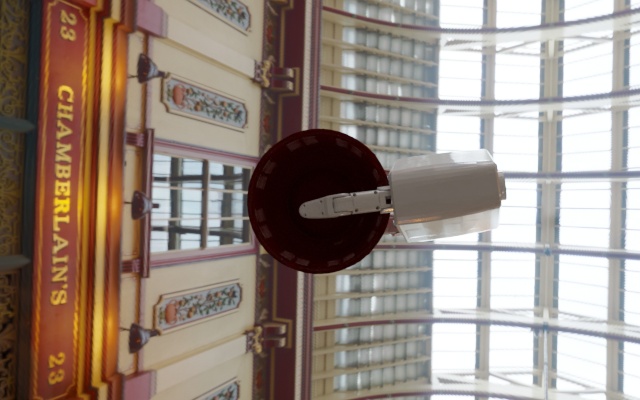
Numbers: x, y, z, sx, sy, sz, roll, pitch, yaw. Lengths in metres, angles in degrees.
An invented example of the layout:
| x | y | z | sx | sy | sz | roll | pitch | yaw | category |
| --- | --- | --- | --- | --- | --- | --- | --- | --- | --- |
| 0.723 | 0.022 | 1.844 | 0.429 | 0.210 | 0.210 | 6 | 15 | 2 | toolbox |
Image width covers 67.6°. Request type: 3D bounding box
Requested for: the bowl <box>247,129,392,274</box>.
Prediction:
| x | y | z | sx | sy | sz | roll | pitch | yaw | category |
| --- | --- | --- | --- | --- | --- | --- | --- | --- | --- |
| -0.001 | 0.002 | 0.553 | 0.162 | 0.162 | 0.055 | 0 | -3 | 7 | bowl |
